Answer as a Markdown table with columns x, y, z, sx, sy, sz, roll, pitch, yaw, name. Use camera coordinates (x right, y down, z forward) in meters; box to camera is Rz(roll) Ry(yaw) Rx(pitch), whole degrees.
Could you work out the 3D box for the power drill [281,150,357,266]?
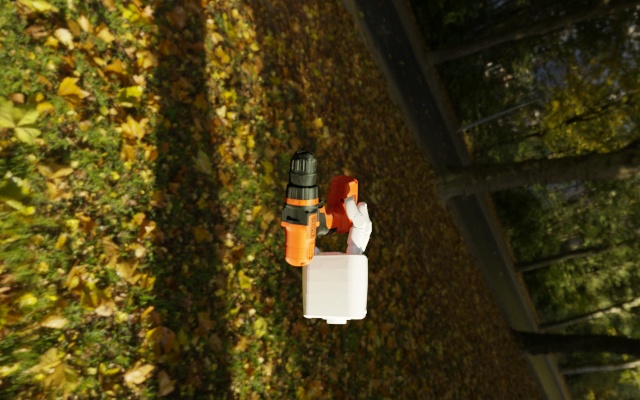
| x | y | z | sx | sy | sz | roll | pitch | yaw | name |
| --- | --- | --- | --- | --- | --- | --- | --- | --- | --- |
| 0.000 | 0.003 | 0.811 | 0.057 | 0.184 | 0.187 | 11 | 13 | 28 | power drill |
